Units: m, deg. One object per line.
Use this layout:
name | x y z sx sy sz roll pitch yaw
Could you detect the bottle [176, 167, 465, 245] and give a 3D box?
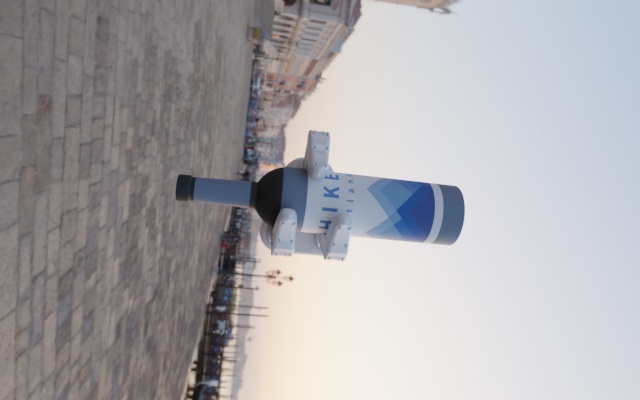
bottle | 0.000 0.002 0.506 0.296 0.069 0.069 6 -1 -8
